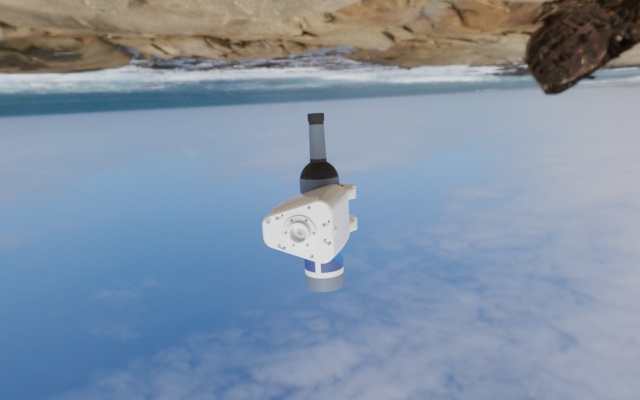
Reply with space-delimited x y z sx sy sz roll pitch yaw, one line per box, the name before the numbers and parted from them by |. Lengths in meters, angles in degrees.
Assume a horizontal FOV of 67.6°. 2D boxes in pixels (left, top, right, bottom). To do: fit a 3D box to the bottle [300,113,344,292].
bottle | 0.000 0.003 0.803 0.069 0.296 0.069 -3 11 1
